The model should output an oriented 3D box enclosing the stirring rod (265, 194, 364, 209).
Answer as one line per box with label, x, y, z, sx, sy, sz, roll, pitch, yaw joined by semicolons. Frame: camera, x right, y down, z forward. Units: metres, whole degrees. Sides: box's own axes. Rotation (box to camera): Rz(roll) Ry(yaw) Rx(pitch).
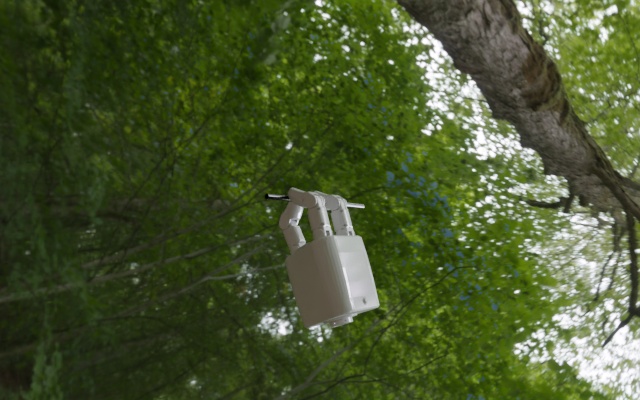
stirring rod;0.000;0.003;0.756;0.011;0.011;0.239;0;-4;39
